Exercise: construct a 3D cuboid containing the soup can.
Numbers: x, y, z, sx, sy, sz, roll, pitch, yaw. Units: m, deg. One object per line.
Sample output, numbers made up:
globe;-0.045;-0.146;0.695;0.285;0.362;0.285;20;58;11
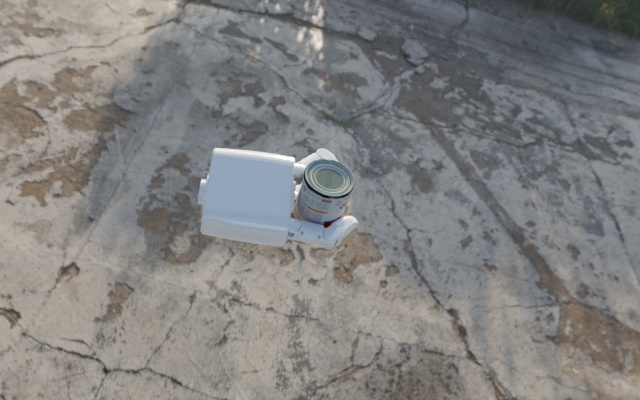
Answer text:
soup can;0.001;0.002;0.634;0.068;0.068;0.102;0;-39;-17
